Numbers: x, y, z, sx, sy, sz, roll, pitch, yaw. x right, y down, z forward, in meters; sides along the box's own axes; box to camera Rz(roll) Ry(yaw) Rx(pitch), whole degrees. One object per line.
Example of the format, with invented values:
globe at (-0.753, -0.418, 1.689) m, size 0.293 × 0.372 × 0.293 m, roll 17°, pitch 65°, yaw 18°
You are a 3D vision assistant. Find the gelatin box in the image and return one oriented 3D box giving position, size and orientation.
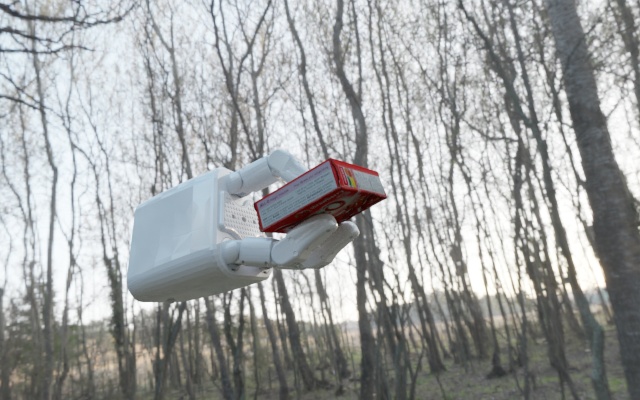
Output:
gelatin box at (0.000, 0.001, 0.405) m, size 0.089 × 0.030 × 0.073 m, roll -29°, pitch -22°, yaw 30°
